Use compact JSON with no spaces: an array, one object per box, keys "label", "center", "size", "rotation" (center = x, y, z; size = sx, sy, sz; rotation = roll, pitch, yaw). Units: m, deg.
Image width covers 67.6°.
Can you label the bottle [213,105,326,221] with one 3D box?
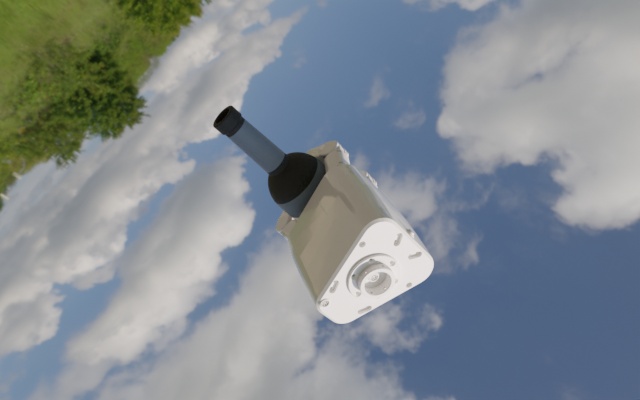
[{"label":"bottle","center":[0.000,0.002,0.536],"size":[0.296,0.069,0.069],"rotation":[41,-25,-31]}]
